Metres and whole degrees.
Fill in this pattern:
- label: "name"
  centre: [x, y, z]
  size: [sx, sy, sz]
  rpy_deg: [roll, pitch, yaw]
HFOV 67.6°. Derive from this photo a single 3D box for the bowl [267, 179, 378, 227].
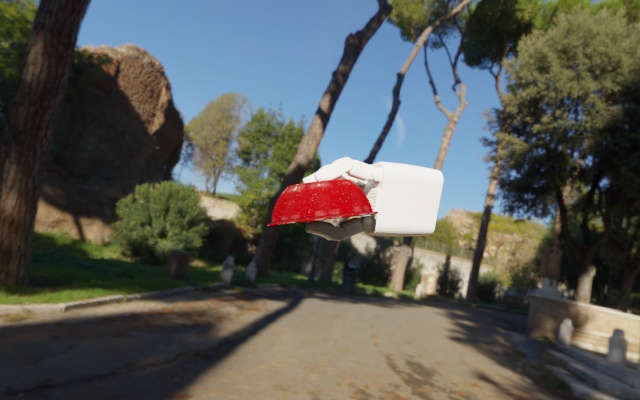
- label: "bowl"
  centre: [-0.001, 0.002, 0.691]
  size: [0.162, 0.055, 0.162]
  rpy_deg: [-7, -2, 0]
